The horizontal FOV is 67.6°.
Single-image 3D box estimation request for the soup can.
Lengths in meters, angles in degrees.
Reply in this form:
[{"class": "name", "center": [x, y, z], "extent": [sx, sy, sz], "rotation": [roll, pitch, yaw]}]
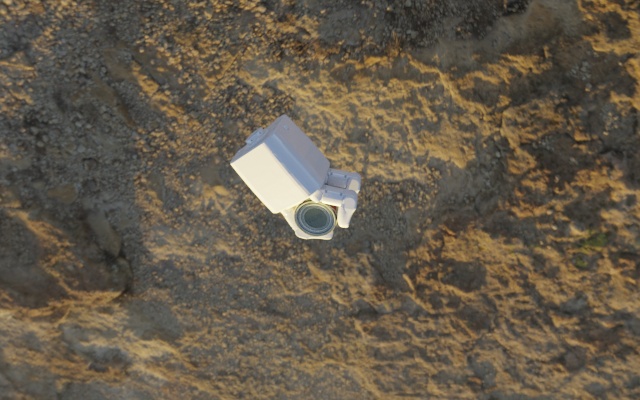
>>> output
[{"class": "soup can", "center": [0.000, 0.003, 0.761], "extent": [0.068, 0.068, 0.102], "rotation": [0, 31, 11]}]
